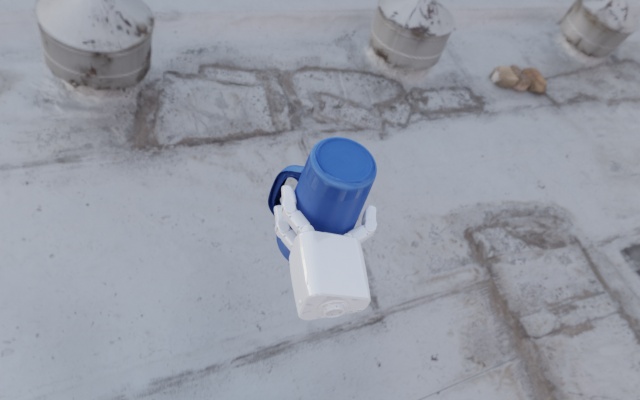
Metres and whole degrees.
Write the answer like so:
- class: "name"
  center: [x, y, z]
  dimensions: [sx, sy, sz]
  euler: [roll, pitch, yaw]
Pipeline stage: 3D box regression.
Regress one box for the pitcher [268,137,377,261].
- class: "pitcher"
  center: [0.000, 0.003, 0.818]
  dimensions: [0.149, 0.145, 0.243]
  euler: [1, -36, -16]
